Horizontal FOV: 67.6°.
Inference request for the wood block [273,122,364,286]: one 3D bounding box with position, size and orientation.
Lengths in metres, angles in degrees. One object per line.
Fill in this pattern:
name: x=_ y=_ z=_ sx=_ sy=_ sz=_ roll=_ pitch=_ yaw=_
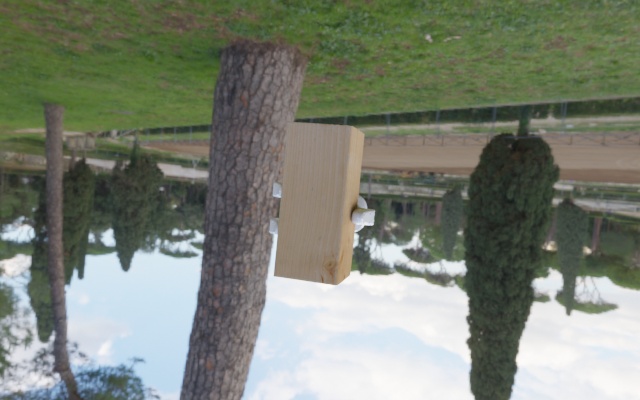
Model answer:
wood block: x=0.000 y=0.002 z=0.660 sx=0.091 sy=0.206 sz=0.090 roll=6 pitch=2 yaw=16
